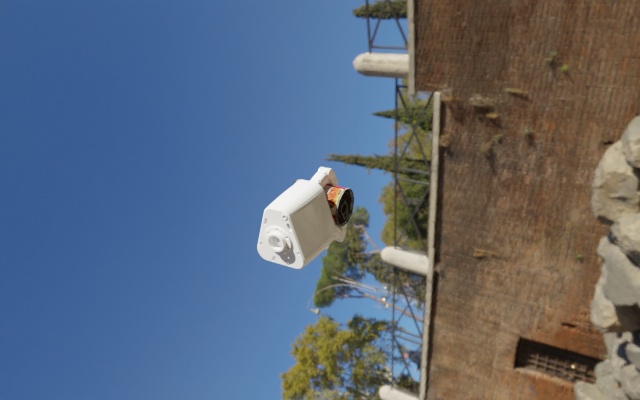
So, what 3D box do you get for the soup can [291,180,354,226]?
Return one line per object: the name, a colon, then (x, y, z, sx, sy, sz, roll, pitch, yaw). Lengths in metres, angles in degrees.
soup can: (0.000, 0.002, 0.857, 0.102, 0.068, 0.068, 12, 5, 26)
